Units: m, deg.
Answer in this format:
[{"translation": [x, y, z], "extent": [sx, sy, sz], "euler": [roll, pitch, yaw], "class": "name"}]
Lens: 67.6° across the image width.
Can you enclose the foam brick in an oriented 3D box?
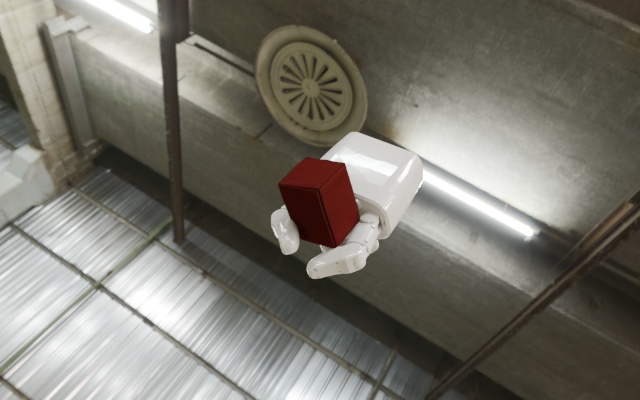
[{"translation": [0.000, 0.001, 0.495], "extent": [0.053, 0.078, 0.051], "euler": [12, 45, 35], "class": "foam brick"}]
